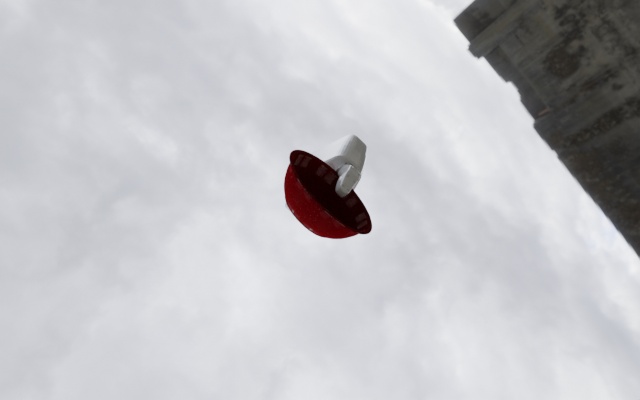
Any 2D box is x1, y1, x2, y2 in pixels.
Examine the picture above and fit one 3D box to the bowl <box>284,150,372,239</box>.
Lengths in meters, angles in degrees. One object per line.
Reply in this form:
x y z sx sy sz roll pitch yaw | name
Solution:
-0.001 0.003 0.694 0.055 0.162 0.162 -44 -18 20 | bowl
